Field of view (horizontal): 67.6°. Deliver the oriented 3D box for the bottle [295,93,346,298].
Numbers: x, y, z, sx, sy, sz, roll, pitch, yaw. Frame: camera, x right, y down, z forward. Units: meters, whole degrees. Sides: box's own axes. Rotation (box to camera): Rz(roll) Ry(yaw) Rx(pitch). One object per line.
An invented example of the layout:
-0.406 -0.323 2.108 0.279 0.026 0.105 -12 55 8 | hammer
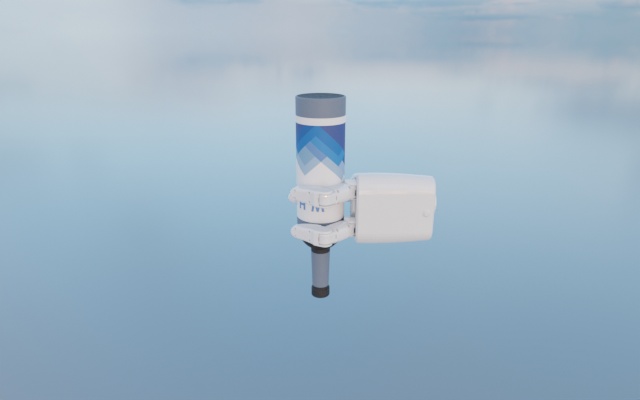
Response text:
0.000 0.002 0.671 0.069 0.296 0.069 0 20 0 | bottle
